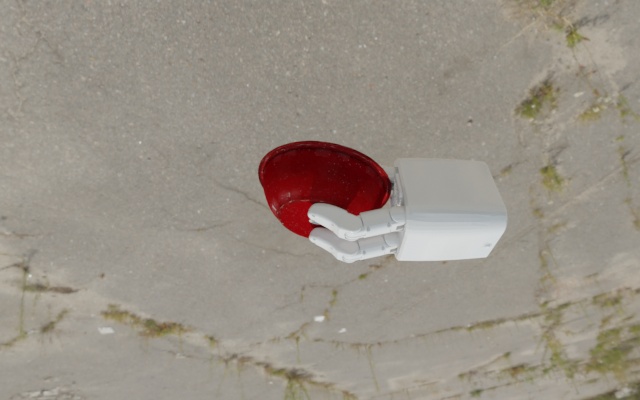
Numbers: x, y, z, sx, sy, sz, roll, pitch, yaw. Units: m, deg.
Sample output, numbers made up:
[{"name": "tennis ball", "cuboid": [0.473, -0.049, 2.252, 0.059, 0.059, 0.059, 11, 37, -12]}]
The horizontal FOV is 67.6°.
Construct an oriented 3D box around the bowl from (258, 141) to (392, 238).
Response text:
[{"name": "bowl", "cuboid": [-0.001, 0.002, 0.559, 0.162, 0.055, 0.162, 8, -32, 5]}]
